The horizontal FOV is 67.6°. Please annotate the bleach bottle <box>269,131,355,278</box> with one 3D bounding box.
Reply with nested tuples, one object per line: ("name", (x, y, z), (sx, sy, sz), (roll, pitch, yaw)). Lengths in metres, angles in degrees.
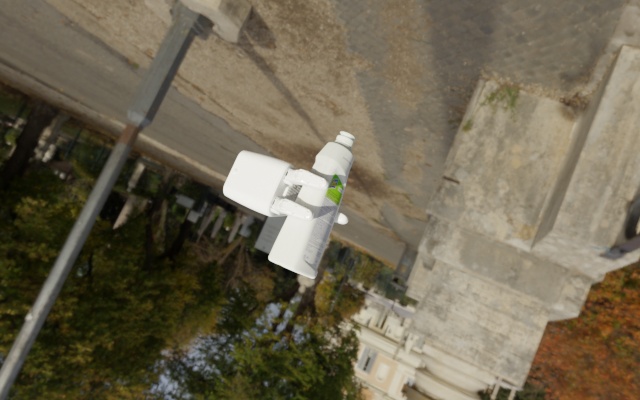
("bleach bottle", (0.000, 0.003, 0.821), (0.068, 0.251, 0.102), (20, -8, 26))
